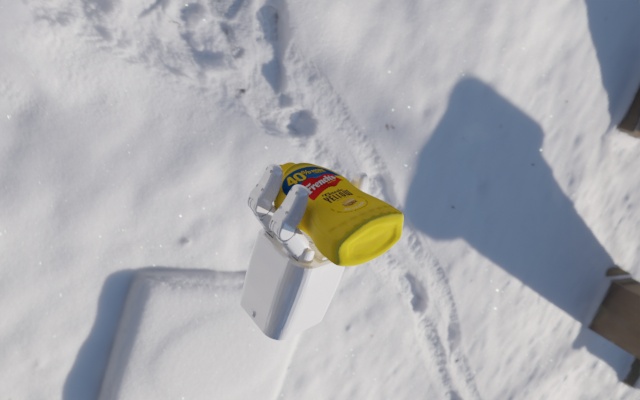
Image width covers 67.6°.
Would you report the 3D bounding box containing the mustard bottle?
[{"bbox_3d":[0.000,0.002,0.561,0.096,0.058,0.191,-21,37,-29],"label":"mustard bottle"}]
